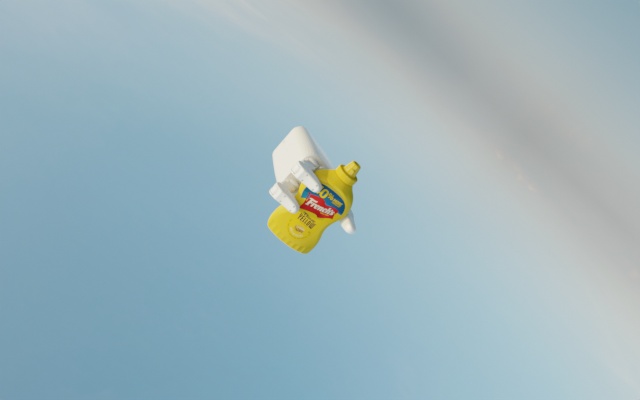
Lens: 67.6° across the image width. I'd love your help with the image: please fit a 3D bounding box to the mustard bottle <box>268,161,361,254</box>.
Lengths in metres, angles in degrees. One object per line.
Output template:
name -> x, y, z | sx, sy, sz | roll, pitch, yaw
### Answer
mustard bottle -> 0.000, 0.003, 0.835 | 0.096, 0.192, 0.058 | 39, 22, -11
